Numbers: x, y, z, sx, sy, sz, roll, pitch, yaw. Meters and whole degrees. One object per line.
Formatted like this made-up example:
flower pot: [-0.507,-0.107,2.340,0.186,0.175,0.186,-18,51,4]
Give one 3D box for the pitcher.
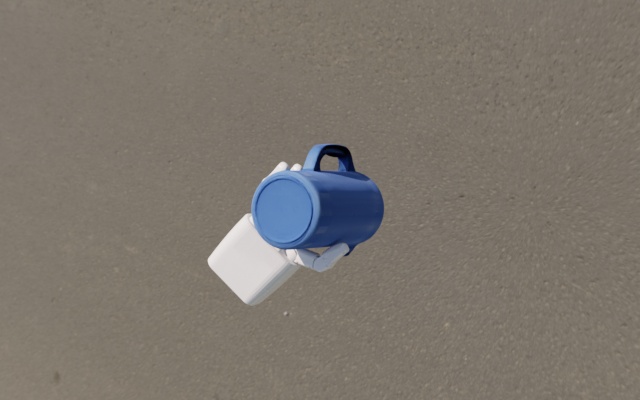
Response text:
pitcher: [0.000,0.003,0.743,0.145,0.149,0.243,-45,-18,18]
